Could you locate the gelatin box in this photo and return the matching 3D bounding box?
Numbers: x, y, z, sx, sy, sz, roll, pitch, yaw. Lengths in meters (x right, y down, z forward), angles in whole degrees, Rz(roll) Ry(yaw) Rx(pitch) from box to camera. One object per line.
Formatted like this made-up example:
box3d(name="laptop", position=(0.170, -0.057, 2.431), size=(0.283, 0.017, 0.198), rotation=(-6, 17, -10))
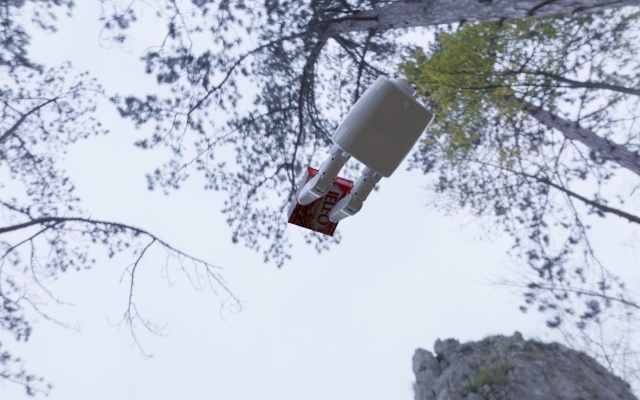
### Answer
box3d(name="gelatin box", position=(0.000, 0.002, 0.697), size=(0.073, 0.089, 0.030), rotation=(18, 26, -16))
